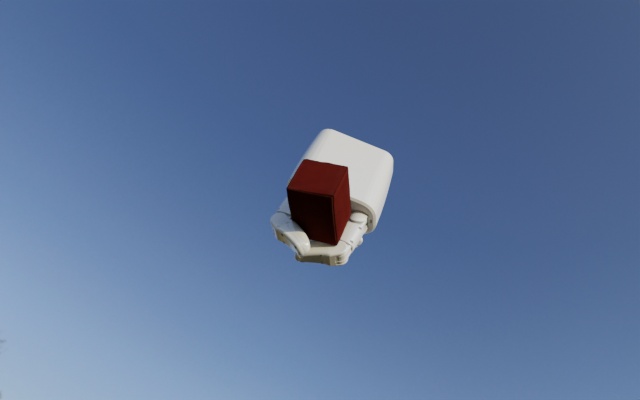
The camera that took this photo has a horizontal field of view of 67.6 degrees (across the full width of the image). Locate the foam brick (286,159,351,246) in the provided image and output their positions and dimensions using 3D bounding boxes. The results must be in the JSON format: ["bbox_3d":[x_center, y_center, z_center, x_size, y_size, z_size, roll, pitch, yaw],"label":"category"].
[{"bbox_3d":[0.000,0.002,0.522,0.053,0.078,0.051,12,48,18],"label":"foam brick"}]
